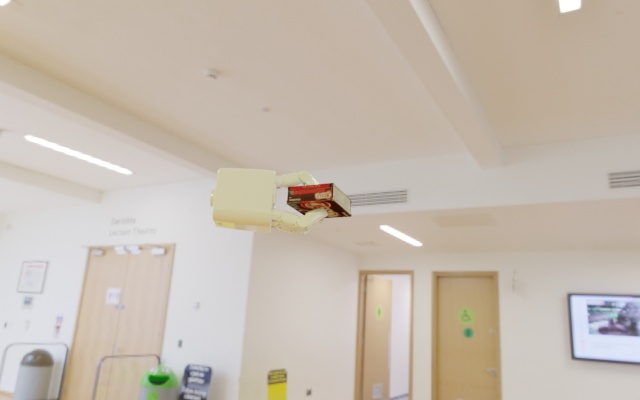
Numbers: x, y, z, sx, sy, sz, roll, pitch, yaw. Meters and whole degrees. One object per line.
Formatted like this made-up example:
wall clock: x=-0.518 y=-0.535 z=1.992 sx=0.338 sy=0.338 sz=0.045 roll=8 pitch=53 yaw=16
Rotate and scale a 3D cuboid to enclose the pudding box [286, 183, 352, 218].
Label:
pudding box: x=0.000 y=0.003 z=0.891 sx=0.090 sy=0.039 sz=0.113 roll=-3 pitch=-16 yaw=21
